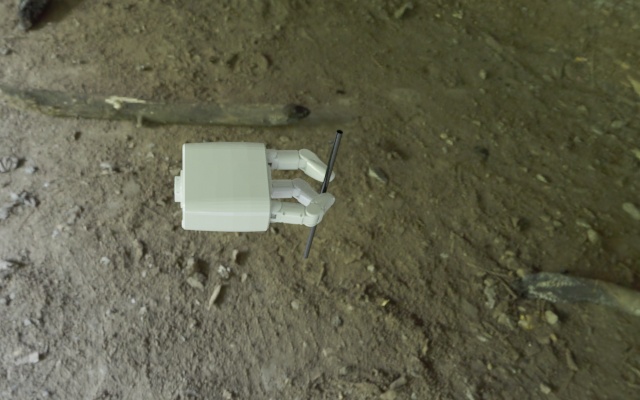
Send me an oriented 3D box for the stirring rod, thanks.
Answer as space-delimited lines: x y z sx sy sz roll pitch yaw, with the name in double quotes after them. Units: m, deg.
0.000 0.002 0.658 0.011 0.240 0.011 8 43 -8 "stirring rod"
